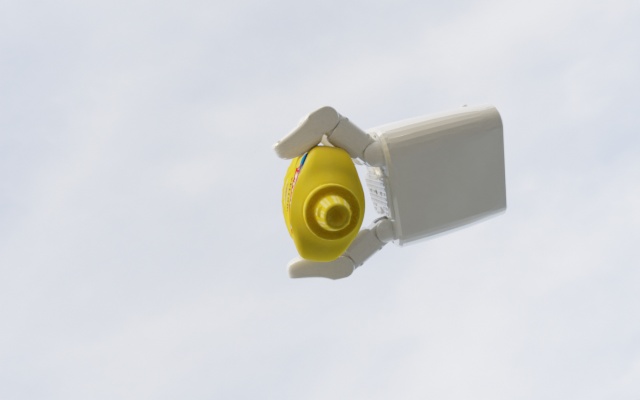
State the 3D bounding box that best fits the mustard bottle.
[{"bbox_3d":[0.000,0.001,0.412,0.058,0.096,0.191,8,5,-8],"label":"mustard bottle"}]
